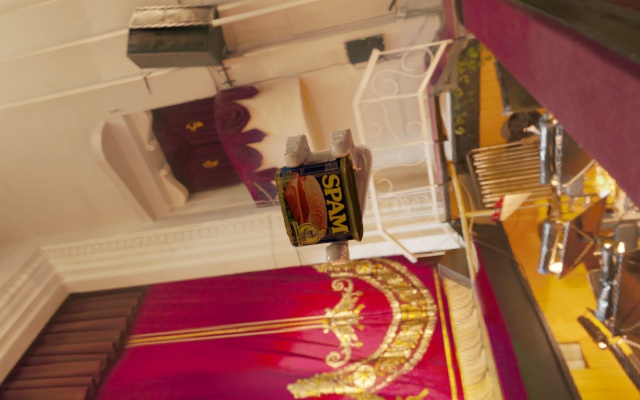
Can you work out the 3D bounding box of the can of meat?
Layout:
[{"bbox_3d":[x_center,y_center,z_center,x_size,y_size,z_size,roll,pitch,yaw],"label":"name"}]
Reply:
[{"bbox_3d":[0.000,0.002,0.563,0.084,0.102,0.057,-8,13,13],"label":"can of meat"}]
